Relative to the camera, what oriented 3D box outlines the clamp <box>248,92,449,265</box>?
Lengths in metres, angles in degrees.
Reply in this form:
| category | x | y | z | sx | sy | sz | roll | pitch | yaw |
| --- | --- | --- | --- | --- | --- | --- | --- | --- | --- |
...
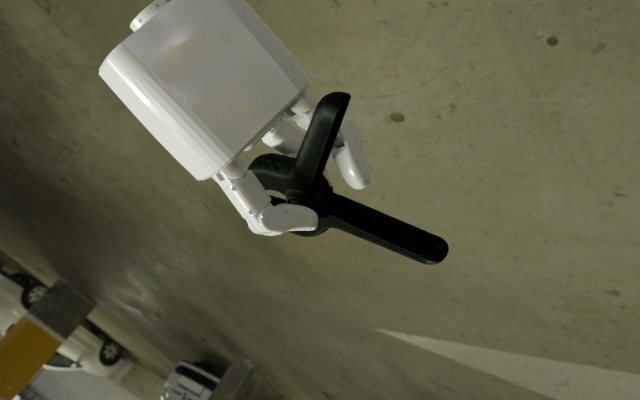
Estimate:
| category | x | y | z | sx | sy | sz | roll | pitch | yaw |
| --- | --- | --- | --- | --- | --- | --- | --- | --- | --- |
| clamp | -0.001 | 0.002 | 0.420 | 0.210 | 0.164 | 0.036 | -14 | 33 | 52 |
